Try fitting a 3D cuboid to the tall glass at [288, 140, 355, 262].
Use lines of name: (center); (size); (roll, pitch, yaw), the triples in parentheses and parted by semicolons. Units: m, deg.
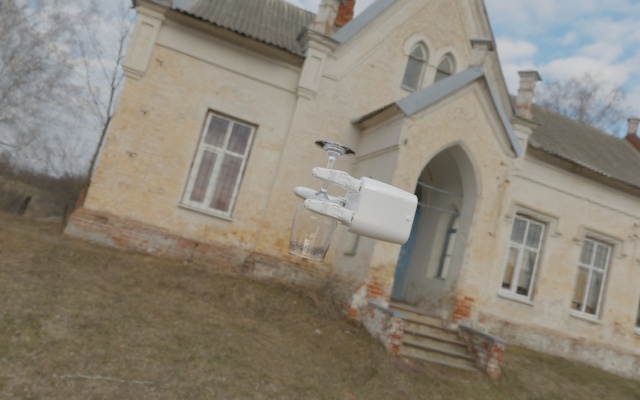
tall glass: (0.000, 0.002, 0.829); (0.079, 0.201, 0.079); (15, -7, 2)
